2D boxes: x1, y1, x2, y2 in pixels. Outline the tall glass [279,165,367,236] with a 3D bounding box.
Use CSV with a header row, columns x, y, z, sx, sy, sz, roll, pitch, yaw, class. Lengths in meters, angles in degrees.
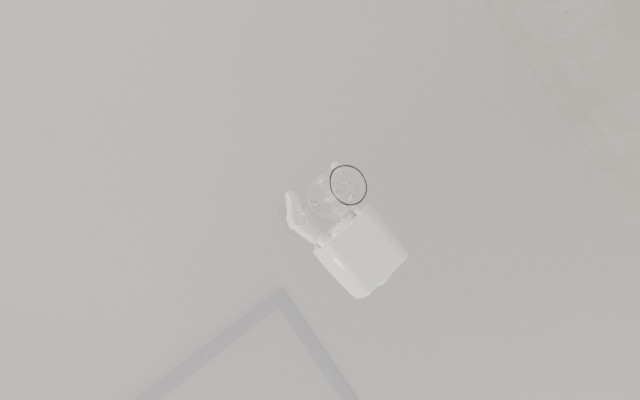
x,y,z,sx,sy,sz,roll,pitch,yaw,class
0.000,0.003,0.775,0.079,0.079,0.201,0,-15,-25,tall glass
